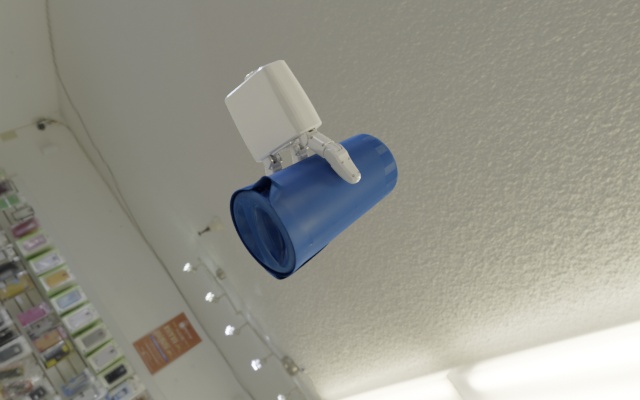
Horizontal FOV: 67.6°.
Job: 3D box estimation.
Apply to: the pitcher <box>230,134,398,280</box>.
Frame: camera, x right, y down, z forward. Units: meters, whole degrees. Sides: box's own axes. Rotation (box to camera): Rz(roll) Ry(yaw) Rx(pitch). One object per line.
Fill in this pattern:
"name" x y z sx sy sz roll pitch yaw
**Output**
"pitcher" 0.000 0.002 0.702 0.242 0.145 0.149 -32 3 -34
